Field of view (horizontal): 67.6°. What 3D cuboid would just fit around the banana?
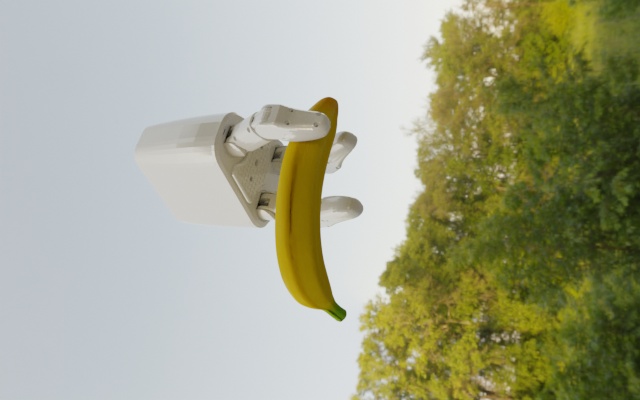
[{"bbox_3d":[-0.009,0.003,0.400,0.037,0.198,0.069,-4,-7,30],"label":"banana"}]
